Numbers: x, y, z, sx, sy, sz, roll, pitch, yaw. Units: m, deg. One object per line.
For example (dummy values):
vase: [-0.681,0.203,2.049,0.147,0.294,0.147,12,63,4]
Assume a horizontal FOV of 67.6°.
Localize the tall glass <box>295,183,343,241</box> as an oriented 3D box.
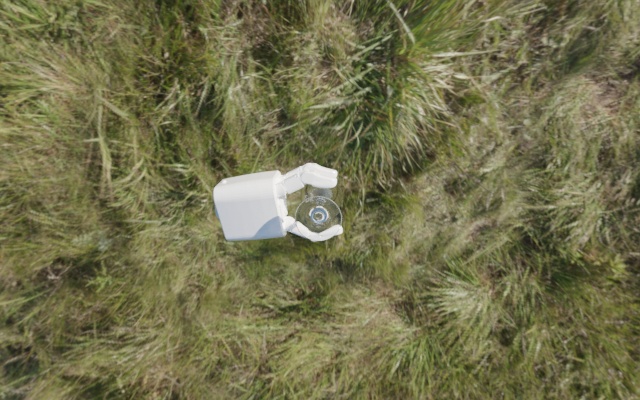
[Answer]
tall glass: [0.000,0.003,0.845,0.079,0.079,0.201,0,15,3]
